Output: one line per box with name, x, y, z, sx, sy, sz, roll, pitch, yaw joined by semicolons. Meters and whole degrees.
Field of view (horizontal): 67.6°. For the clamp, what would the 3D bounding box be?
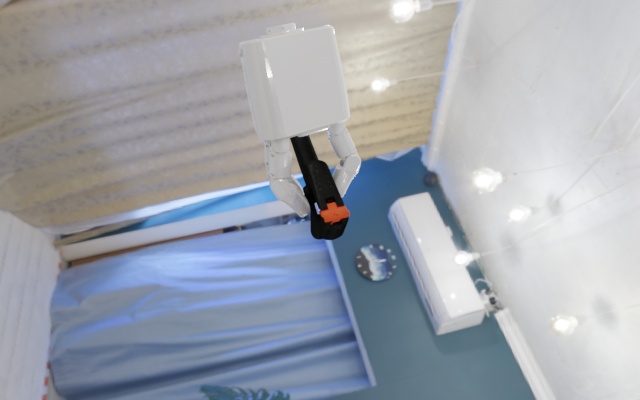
clamp;0.001;0.002;0.587;0.036;0.165;0.210;-15;21;-6
